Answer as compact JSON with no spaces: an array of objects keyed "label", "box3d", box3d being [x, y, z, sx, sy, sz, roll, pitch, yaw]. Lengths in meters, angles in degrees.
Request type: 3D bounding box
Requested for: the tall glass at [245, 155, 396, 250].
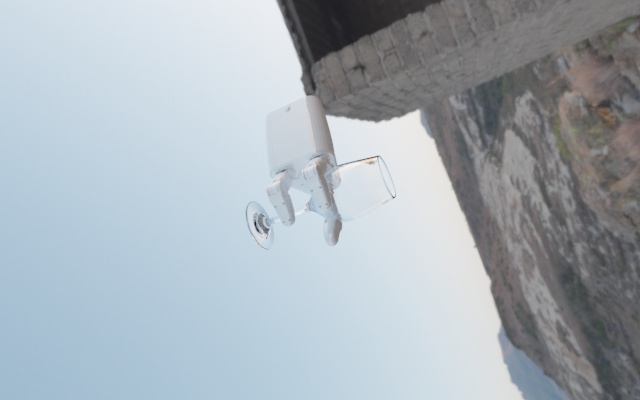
[{"label":"tall glass","box3d":[0.000,0.003,0.664,0.201,0.079,0.079,-21,-7,18]}]
